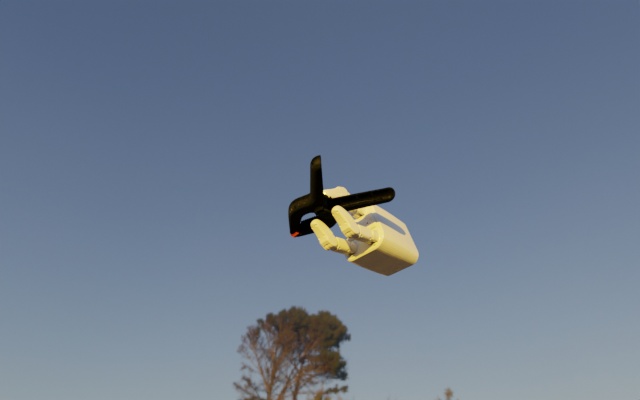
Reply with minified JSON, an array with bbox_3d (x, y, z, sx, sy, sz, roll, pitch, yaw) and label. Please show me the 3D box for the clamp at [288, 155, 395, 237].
[{"bbox_3d":[0.000,0.002,0.828,0.164,0.036,0.210,28,-44,-32],"label":"clamp"}]
